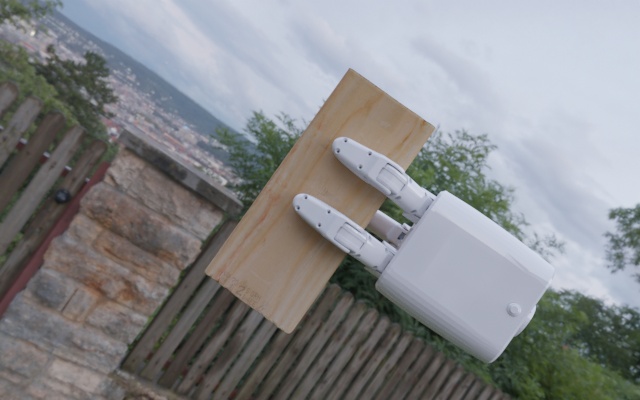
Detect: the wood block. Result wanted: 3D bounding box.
[{"bbox_3d":[0.000,0.002,0.431,0.090,0.206,0.091,36,-1,3],"label":"wood block"}]
